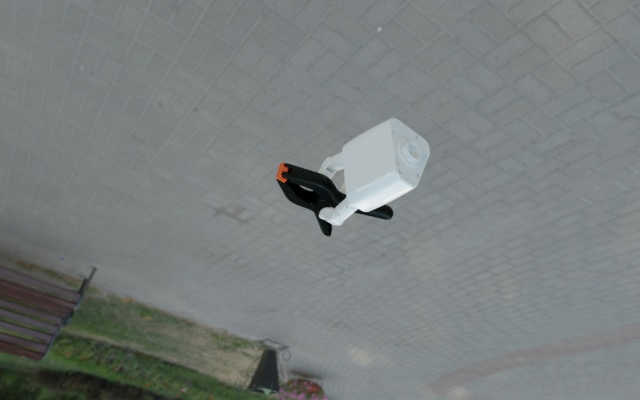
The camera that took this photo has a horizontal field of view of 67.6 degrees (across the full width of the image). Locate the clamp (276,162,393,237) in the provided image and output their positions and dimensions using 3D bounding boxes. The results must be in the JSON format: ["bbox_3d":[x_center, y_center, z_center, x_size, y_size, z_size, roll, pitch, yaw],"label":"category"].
[{"bbox_3d":[0.000,0.003,0.840,0.210,0.036,0.164,29,-35,-27],"label":"clamp"}]
